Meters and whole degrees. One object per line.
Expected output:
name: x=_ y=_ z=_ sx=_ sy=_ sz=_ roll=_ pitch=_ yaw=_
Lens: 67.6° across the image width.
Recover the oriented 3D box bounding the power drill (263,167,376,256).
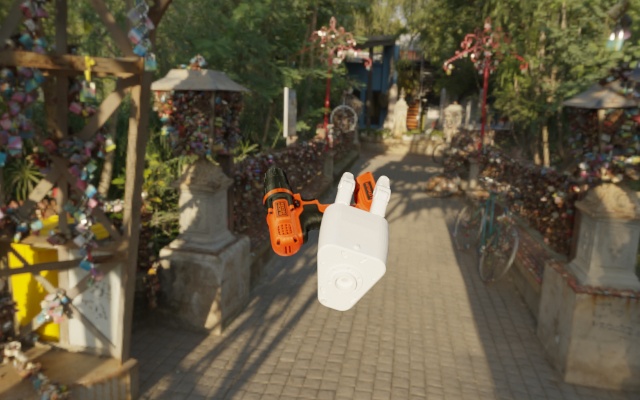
power drill: x=0.001 y=0.003 z=0.793 sx=0.187 sy=0.184 sz=0.057 roll=-9 pitch=-42 yaw=-5
